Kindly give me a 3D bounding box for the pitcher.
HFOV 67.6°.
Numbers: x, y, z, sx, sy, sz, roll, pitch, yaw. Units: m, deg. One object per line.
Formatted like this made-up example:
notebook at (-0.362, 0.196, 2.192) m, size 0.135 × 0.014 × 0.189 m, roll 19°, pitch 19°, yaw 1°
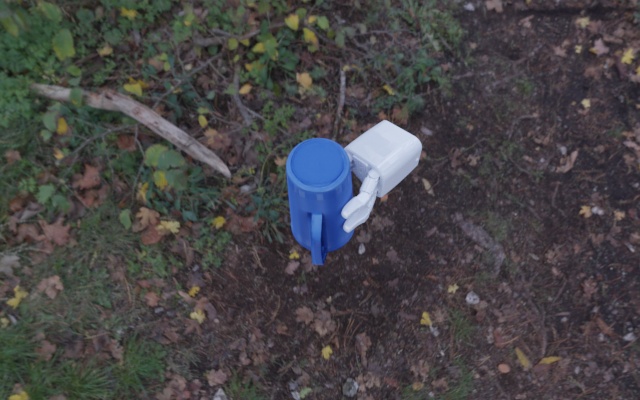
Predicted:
pitcher at (0.000, 0.003, 0.888) m, size 0.145 × 0.149 × 0.243 m, roll -36°, pitch -24°, yaw -15°
